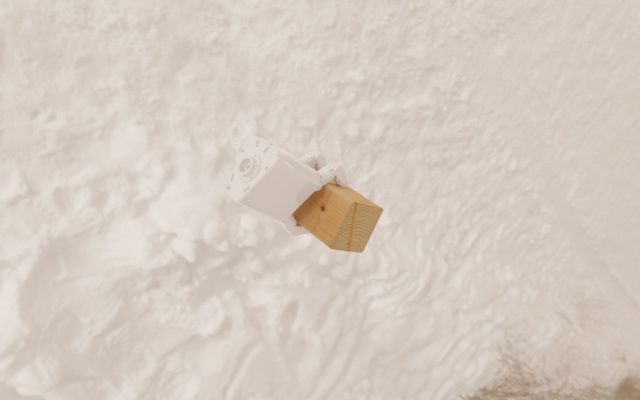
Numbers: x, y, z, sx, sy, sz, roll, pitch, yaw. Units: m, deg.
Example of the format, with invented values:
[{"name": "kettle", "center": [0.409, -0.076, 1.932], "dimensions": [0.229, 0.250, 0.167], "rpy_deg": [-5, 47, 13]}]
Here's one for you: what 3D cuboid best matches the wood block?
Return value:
[{"name": "wood block", "center": [0.000, 0.003, 0.870], "dimensions": [0.090, 0.091, 0.206], "rpy_deg": [12, 17, -46]}]
